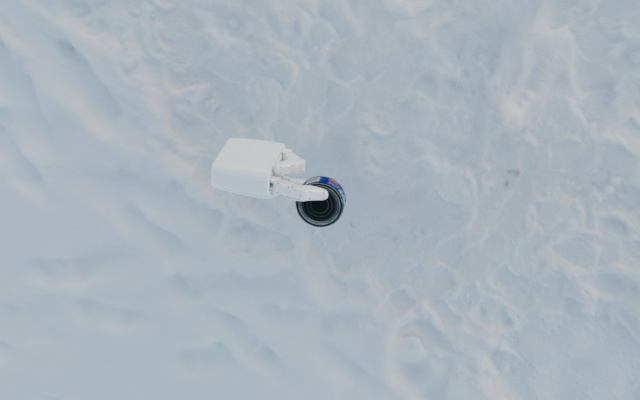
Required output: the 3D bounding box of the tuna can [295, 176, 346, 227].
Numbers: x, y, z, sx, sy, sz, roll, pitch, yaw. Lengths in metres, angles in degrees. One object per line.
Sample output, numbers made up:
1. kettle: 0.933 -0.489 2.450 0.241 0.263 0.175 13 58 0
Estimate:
1. tuna can: 0.000 0.003 0.832 0.086 0.086 0.033 0 21 9
